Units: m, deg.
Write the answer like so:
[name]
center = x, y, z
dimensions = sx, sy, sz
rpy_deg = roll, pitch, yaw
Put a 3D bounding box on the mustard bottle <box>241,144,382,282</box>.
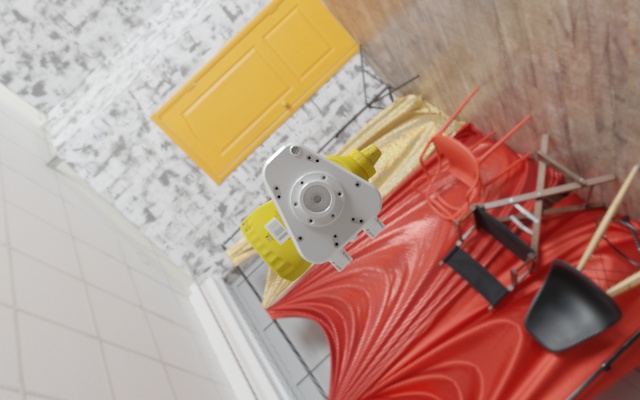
[mustard bottle]
center = 0.000, 0.002, 0.585
dimensions = 0.096, 0.191, 0.058
rpy_deg = 46, -1, 25
